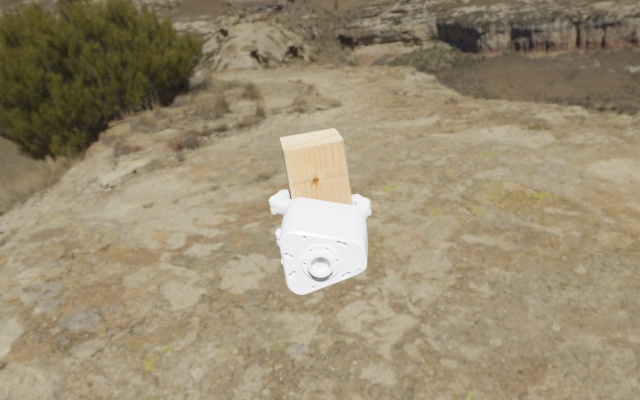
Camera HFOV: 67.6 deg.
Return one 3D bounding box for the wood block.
[{"bbox_3d":[0.000,0.002,0.753,0.091,0.206,0.090,-10,21,-4],"label":"wood block"}]
